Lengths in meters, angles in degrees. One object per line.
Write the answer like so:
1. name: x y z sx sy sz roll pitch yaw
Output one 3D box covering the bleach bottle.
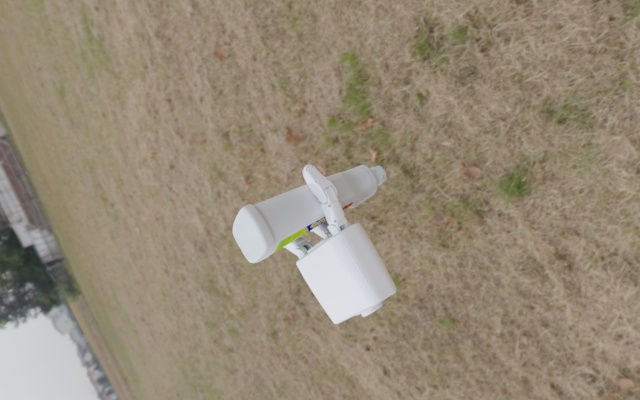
1. bleach bottle: 0.000 0.002 0.693 0.251 0.068 0.103 -26 -11 -29
